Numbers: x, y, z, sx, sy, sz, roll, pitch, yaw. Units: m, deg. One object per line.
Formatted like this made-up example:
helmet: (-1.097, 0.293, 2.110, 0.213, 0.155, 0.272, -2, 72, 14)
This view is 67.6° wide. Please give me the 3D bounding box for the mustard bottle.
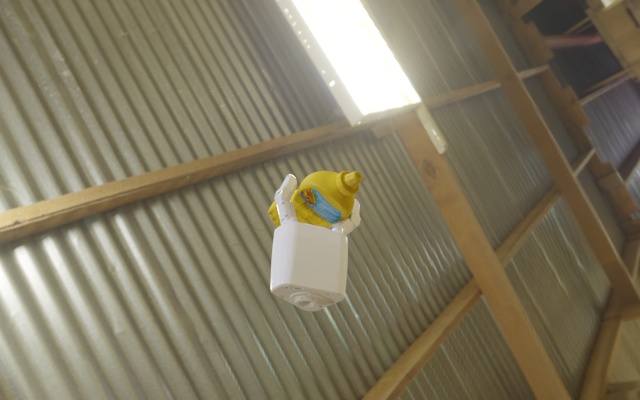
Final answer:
mustard bottle: (0.000, 0.002, 0.807, 0.192, 0.096, 0.058, -34, 18, 42)
